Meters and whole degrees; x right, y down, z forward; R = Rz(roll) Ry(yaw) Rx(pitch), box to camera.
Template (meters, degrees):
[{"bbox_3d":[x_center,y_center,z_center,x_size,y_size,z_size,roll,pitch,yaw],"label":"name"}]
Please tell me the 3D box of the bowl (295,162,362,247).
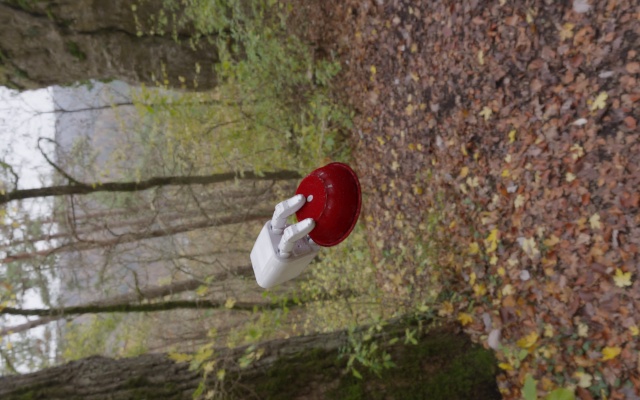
[{"bbox_3d":[0.000,0.002,0.878,0.055,0.162,0.162,12,-8,-40],"label":"bowl"}]
